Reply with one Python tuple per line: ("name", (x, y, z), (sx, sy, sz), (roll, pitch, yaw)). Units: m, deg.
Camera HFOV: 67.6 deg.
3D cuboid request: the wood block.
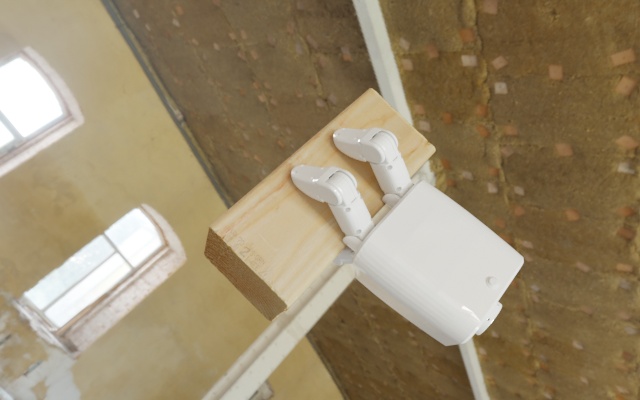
("wood block", (0.000, 0.002, 0.445), (0.206, 0.090, 0.091), (-44, -5, -26))
